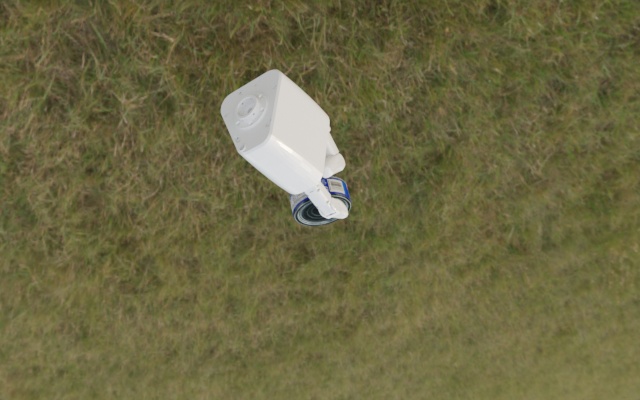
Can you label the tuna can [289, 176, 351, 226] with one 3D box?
[{"bbox_3d":[0.000,0.003,0.683,0.086,0.033,0.086,-10,-31,-6],"label":"tuna can"}]
